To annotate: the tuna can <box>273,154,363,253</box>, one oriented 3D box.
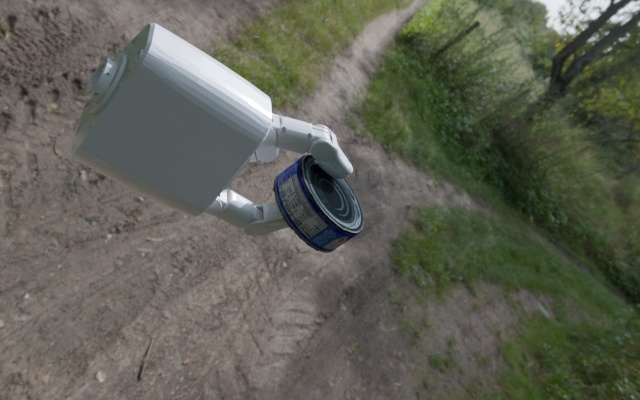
[{"bbox_3d":[0.001,0.001,0.426,0.034,0.086,0.086,-35,-17,25],"label":"tuna can"}]
